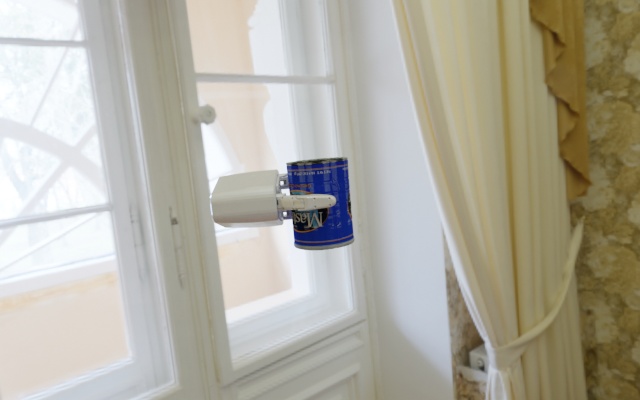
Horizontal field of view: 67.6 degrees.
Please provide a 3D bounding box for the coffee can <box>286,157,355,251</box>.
[{"bbox_3d":[0.000,0.003,0.793,0.103,0.140,0.103,-5,8,1],"label":"coffee can"}]
